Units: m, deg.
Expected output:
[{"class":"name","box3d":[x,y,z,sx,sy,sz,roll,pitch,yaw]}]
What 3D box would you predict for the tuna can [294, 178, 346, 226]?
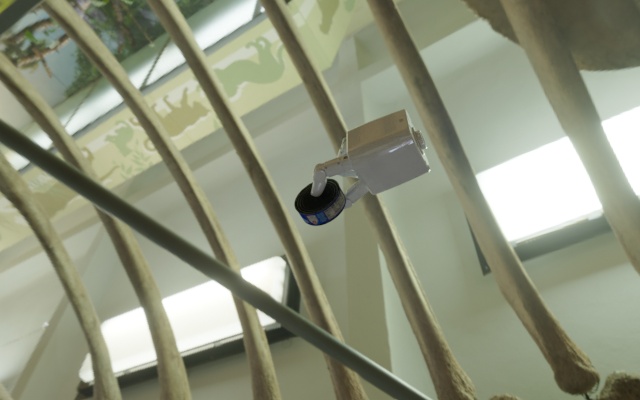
[{"class":"tuna can","box3d":[0.000,0.003,0.826,0.086,0.086,0.034,0,-44,36]}]
